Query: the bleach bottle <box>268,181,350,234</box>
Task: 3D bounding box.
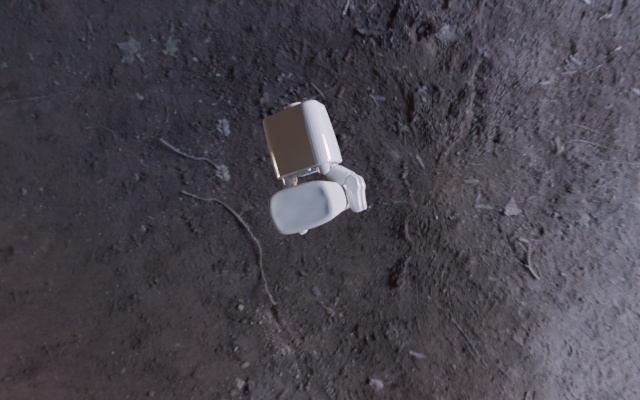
[{"bbox_3d":[0.000,0.003,0.810,0.102,0.068,0.251,-16,0,13],"label":"bleach bottle"}]
